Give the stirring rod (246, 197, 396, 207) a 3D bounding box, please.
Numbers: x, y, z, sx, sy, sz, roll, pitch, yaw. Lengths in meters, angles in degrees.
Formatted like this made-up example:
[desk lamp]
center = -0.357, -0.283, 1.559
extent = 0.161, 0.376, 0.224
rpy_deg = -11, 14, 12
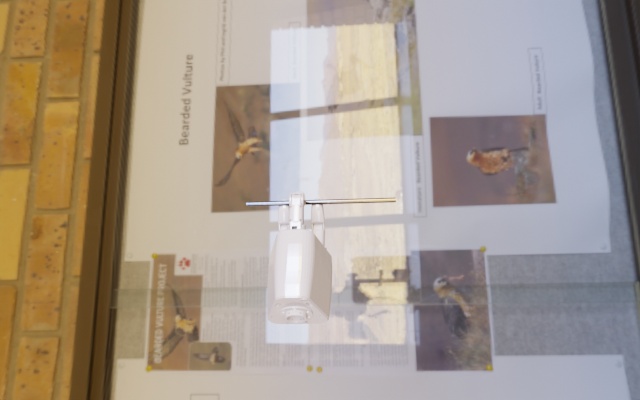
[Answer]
[stirring rod]
center = 0.000, 0.003, 0.769
extent = 0.239, 0.011, 0.011
rpy_deg = -2, 0, 4
